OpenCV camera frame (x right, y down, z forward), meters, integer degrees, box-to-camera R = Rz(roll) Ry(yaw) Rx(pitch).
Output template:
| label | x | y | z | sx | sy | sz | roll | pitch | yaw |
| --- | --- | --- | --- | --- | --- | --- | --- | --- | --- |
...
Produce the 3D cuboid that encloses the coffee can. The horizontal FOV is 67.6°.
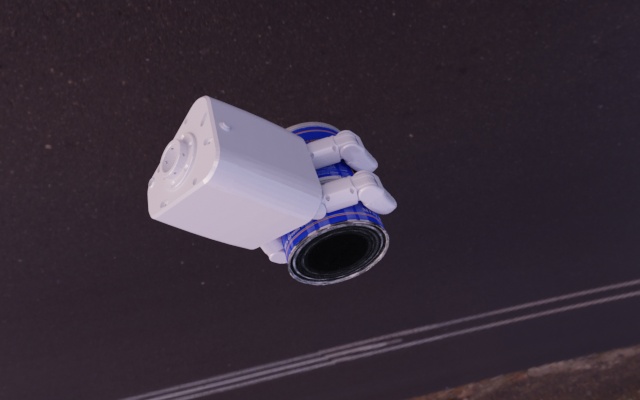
| label | x | y | z | sx | sy | sz | roll | pitch | yaw |
| --- | --- | --- | --- | --- | --- | --- | --- | --- | --- |
| coffee can | 0.000 | 0.002 | 0.502 | 0.103 | 0.140 | 0.103 | -12 | -39 | -10 |
